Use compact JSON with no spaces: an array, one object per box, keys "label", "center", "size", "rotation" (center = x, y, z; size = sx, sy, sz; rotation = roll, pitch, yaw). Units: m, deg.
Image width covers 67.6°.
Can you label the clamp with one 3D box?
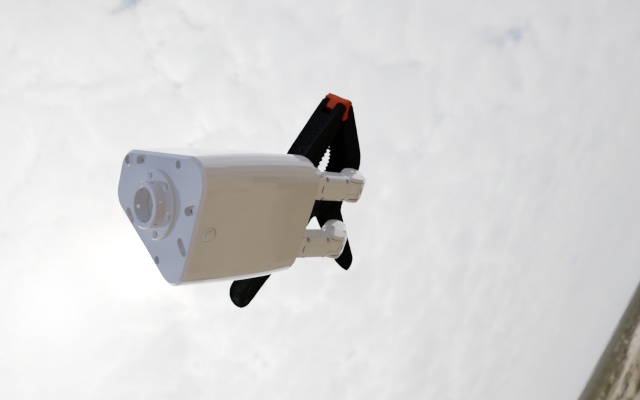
[{"label":"clamp","center":[0.000,0.001,0.475],"size":[0.036,0.210,0.164],"rotation":[31,21,35]}]
